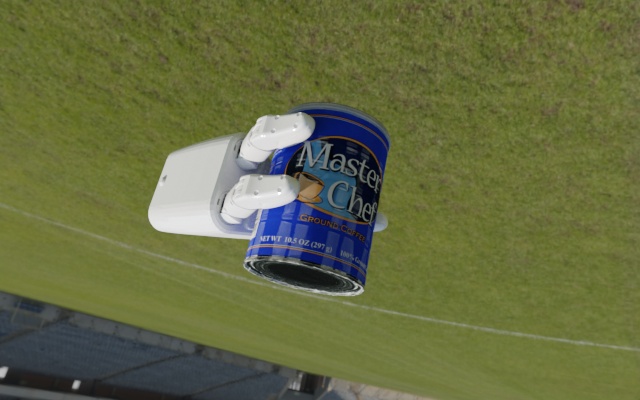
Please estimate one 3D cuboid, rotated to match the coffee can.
[{"bbox_3d":[0.000,0.001,0.418,0.103,0.140,0.103,11,-21,4],"label":"coffee can"}]
